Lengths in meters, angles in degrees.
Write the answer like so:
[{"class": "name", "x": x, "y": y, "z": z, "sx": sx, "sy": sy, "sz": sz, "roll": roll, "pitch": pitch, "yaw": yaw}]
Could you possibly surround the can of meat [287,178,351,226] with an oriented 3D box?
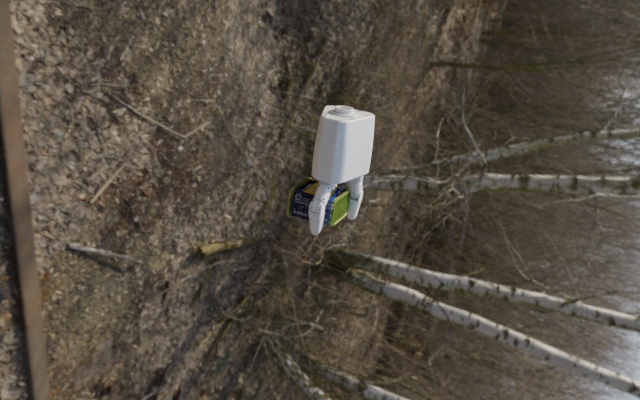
[{"class": "can of meat", "x": 0.000, "y": 0.003, "z": 0.849, "sx": 0.084, "sy": 0.057, "sz": 0.102, "roll": 14, "pitch": 20, "yaw": 18}]
